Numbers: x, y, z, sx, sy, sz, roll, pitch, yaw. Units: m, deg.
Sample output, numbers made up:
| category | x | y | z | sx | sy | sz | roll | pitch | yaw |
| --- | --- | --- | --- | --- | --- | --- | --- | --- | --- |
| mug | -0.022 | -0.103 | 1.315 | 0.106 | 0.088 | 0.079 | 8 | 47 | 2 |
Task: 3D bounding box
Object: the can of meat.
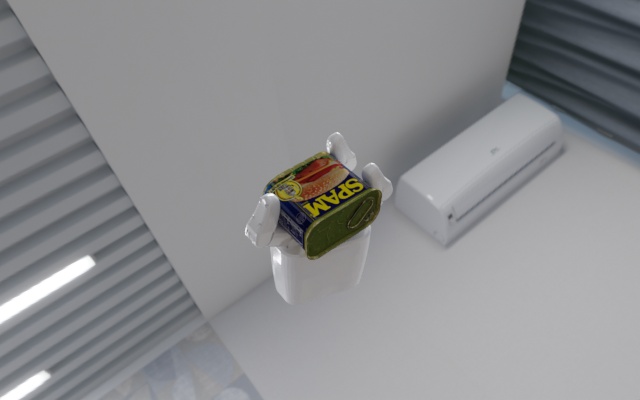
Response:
| category | x | y | z | sx | sy | sz | roll | pitch | yaw |
| --- | --- | --- | --- | --- | --- | --- | --- | --- | --- |
| can of meat | 0.000 | 0.001 | 0.513 | 0.102 | 0.057 | 0.084 | -30 | 53 | -26 |
